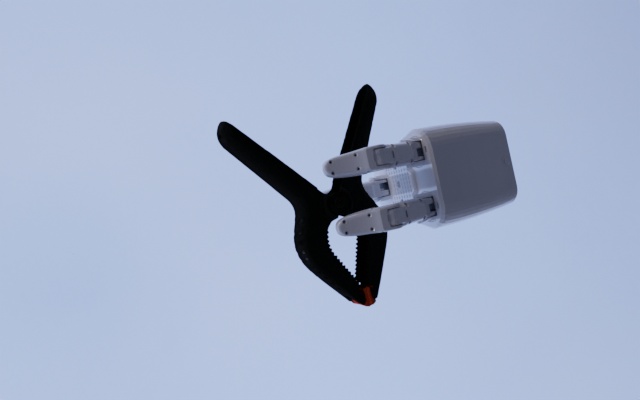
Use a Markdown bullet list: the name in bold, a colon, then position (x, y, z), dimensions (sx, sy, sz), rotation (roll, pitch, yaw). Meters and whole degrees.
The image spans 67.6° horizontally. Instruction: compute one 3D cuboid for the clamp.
- **clamp**: position (0.000, 0.002, 0.449), dimensions (0.164, 0.210, 0.036), rotation (-12, 0, -22)
